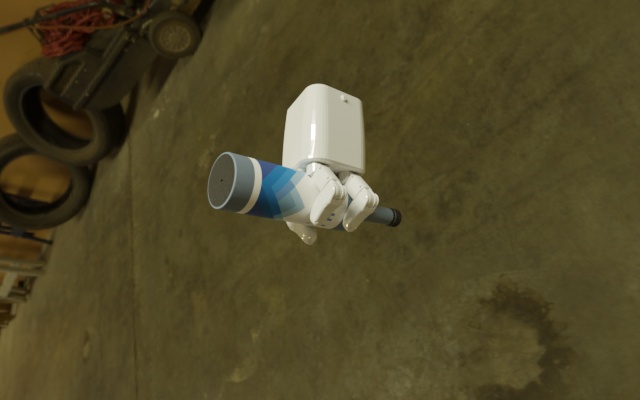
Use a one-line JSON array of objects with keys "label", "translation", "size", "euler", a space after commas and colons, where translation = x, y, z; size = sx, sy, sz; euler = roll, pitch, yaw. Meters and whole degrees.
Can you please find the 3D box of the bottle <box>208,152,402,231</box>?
[{"label": "bottle", "translation": [0.000, 0.002, 0.632], "size": [0.296, 0.069, 0.069], "euler": [12, -8, -38]}]
